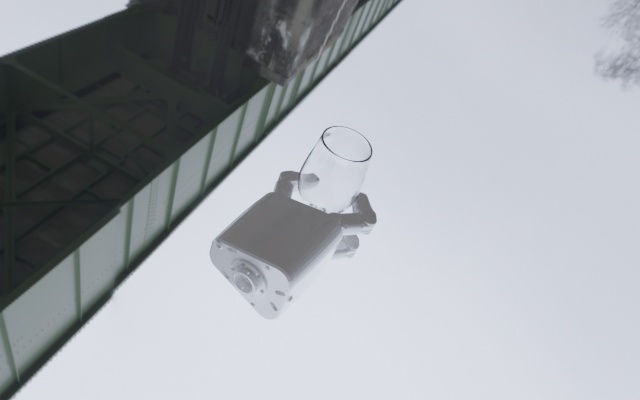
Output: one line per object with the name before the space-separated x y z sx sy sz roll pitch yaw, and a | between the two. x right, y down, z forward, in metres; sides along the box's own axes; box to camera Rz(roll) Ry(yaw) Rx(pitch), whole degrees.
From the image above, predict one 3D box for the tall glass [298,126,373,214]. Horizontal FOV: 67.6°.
tall glass | 0.000 0.002 0.608 0.079 0.079 0.201 0 -42 -25
